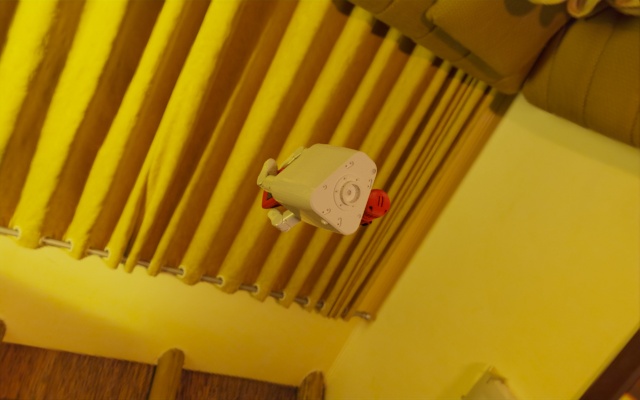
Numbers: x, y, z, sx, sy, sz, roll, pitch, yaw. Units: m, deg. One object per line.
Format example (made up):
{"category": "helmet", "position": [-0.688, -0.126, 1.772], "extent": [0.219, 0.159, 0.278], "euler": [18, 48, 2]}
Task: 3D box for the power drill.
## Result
{"category": "power drill", "position": [0.000, 0.003, 0.810], "extent": [0.187, 0.057, 0.184], "euler": [12, -16, -19]}
